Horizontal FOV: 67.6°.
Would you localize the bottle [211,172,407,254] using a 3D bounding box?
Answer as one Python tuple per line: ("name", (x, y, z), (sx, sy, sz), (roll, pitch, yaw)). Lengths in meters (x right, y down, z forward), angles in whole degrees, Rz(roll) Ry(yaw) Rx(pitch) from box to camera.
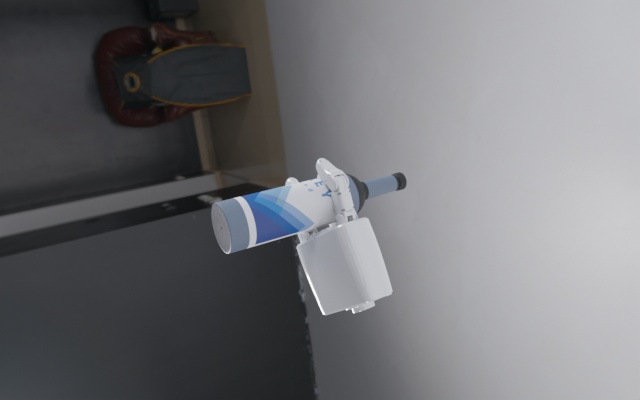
("bottle", (0.000, 0.002, 0.668), (0.295, 0.069, 0.069), (-15, 7, -29))
